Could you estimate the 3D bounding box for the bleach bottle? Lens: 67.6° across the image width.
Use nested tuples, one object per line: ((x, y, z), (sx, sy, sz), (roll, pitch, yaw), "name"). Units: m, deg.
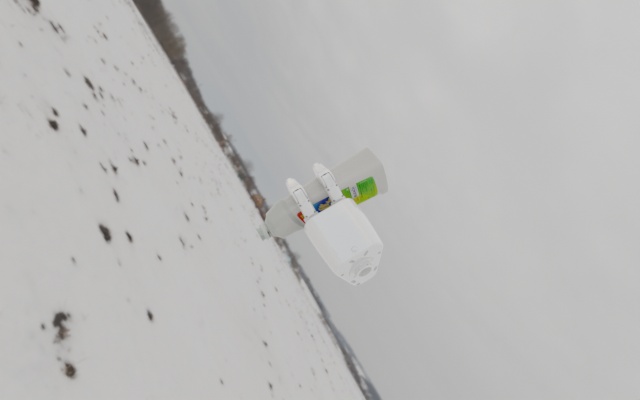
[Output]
((0.000, 0.003, 0.872), (0.251, 0.068, 0.103), (-30, -35, -6), "bleach bottle")
